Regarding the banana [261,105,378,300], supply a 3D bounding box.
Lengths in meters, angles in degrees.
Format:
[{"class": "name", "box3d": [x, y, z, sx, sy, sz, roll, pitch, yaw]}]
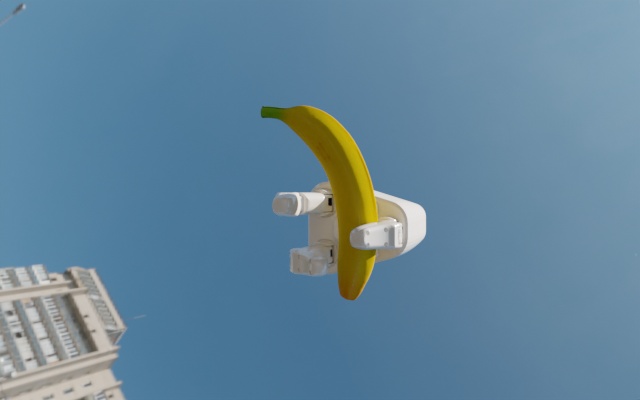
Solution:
[{"class": "banana", "box3d": [0.015, -0.009, 0.441, 0.069, 0.198, 0.037, -25, -4, 16]}]
